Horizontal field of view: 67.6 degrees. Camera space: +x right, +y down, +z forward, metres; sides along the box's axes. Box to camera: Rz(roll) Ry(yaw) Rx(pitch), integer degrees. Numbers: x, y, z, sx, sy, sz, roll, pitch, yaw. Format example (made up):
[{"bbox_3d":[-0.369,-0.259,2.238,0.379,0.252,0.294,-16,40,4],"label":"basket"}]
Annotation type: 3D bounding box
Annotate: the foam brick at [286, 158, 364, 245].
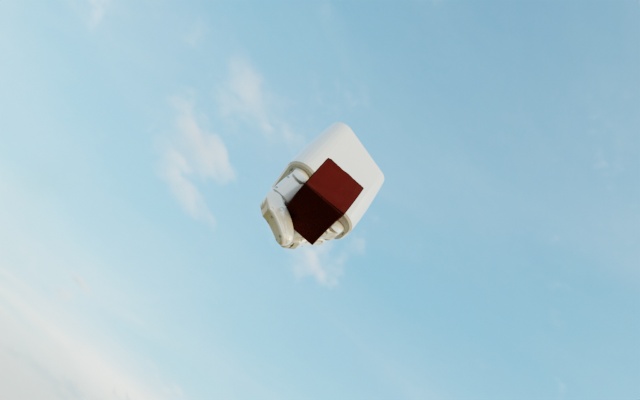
[{"bbox_3d":[0.000,0.002,0.524,0.051,0.053,0.078,-49,1,-39],"label":"foam brick"}]
